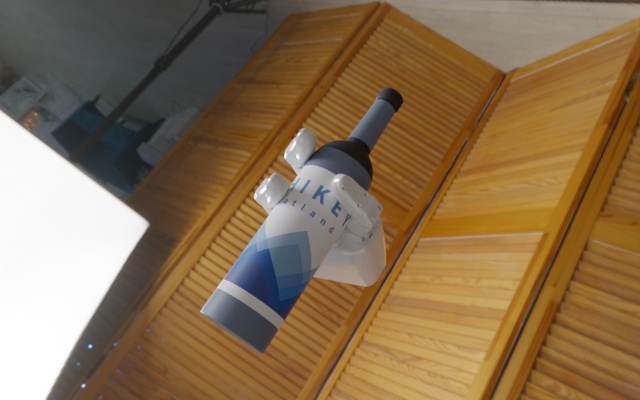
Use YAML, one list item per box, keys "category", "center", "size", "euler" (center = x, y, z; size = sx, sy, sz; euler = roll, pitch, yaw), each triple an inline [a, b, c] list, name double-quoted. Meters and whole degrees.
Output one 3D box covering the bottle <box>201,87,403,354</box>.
- category: "bottle"
  center: [0.000, 0.002, 0.466]
  size: [0.069, 0.295, 0.069]
  euler: [30, -20, 12]
